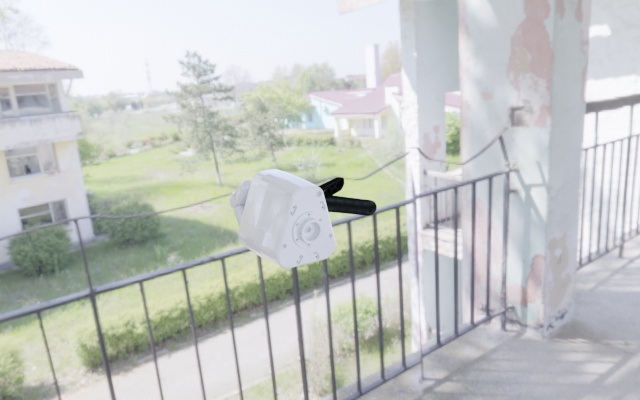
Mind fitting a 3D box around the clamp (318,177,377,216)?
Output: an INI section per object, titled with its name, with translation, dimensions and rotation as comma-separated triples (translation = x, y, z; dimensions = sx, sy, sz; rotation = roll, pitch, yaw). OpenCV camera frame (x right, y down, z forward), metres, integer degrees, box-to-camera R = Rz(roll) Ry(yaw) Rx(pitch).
[clamp]
translation = 0.000, 0.002, 0.751
dimensions = 0.171, 0.039, 0.120
rotation = -14, 25, -32
